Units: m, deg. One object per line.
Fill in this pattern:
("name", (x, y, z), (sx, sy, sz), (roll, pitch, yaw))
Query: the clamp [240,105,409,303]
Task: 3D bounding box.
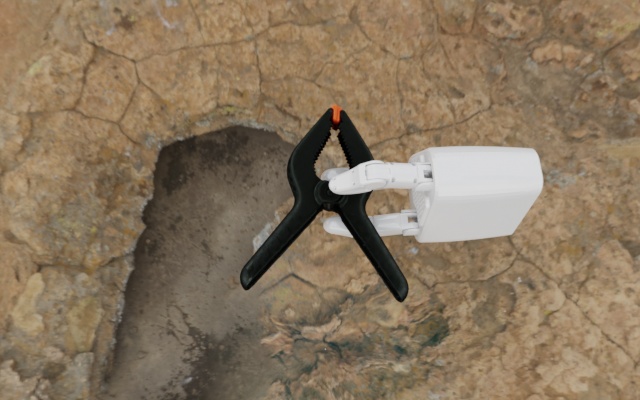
("clamp", (0.000, 0.001, 0.491), (0.164, 0.210, 0.036), (-1, -17, -5))
